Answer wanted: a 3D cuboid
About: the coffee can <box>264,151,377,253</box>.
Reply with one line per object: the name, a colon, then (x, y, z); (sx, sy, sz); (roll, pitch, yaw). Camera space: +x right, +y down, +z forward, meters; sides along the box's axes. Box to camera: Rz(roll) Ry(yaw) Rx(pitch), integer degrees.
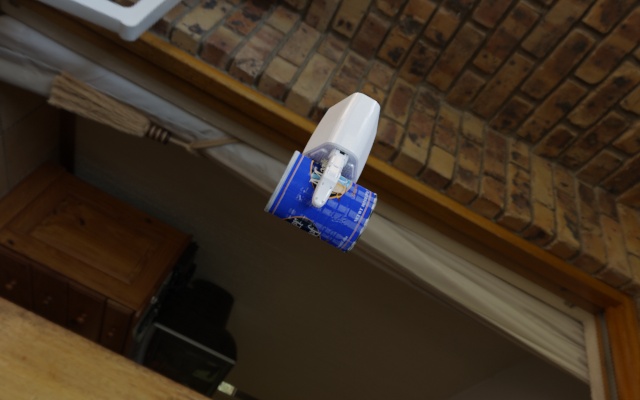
coffee can: (0.000, 0.002, 0.726); (0.140, 0.103, 0.103); (28, -3, -5)
